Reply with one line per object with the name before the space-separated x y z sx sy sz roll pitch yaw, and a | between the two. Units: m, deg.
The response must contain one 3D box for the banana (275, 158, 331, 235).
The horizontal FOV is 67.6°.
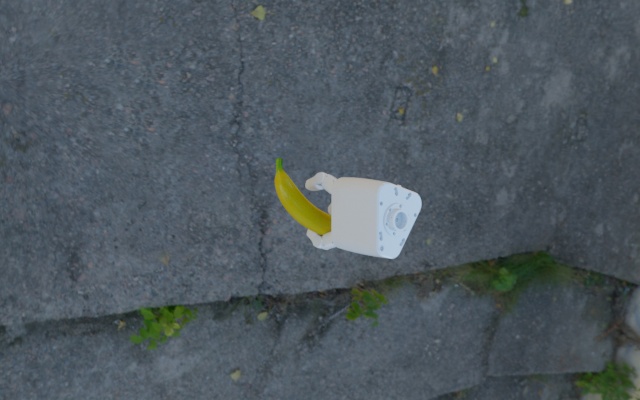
banana | -0.011 0.015 0.791 0.198 0.069 0.037 43 -26 -26
